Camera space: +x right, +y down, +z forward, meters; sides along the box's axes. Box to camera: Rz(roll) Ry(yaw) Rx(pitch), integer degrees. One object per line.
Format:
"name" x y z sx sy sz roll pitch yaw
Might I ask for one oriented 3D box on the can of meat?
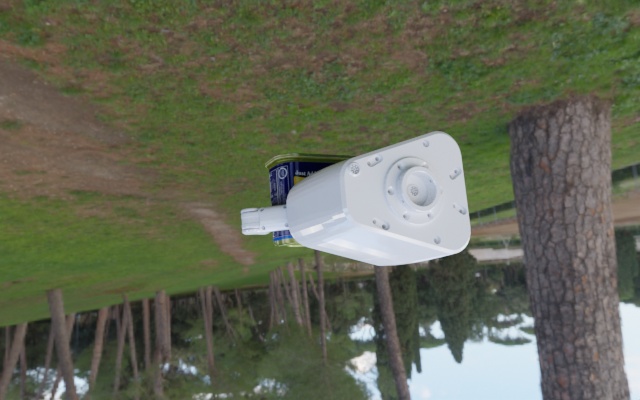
"can of meat" 0.000 0.002 0.474 0.102 0.084 0.057 0 -10 -27
